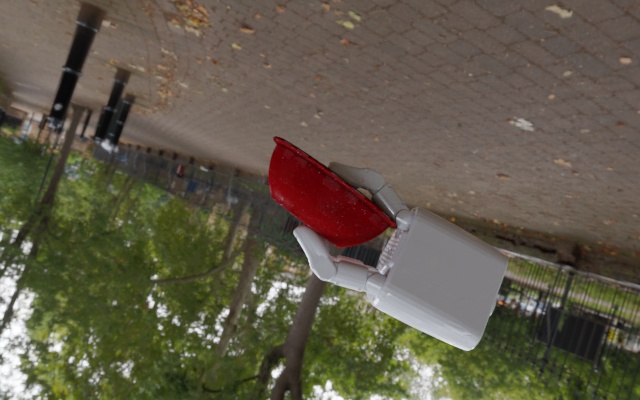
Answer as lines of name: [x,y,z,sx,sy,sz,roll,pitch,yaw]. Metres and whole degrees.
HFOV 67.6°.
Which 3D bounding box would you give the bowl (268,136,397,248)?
bowl: [-0.001,0.001,0.506,0.162,0.055,0.162,37,-2,1]
